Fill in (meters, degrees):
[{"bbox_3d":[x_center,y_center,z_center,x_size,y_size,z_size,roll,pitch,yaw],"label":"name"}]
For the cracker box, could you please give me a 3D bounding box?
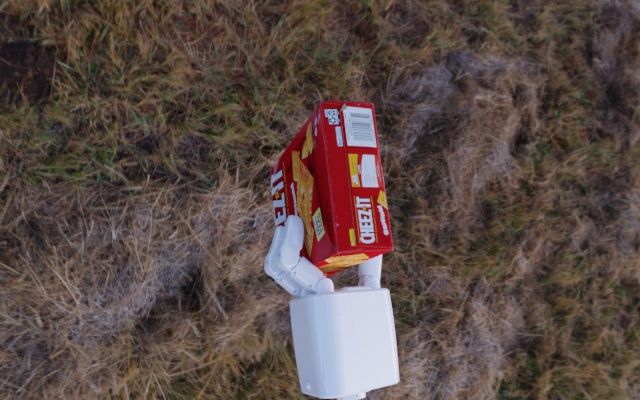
[{"bbox_3d":[0.000,0.002,0.574,0.072,0.164,0.214,0,-16,-21],"label":"cracker box"}]
